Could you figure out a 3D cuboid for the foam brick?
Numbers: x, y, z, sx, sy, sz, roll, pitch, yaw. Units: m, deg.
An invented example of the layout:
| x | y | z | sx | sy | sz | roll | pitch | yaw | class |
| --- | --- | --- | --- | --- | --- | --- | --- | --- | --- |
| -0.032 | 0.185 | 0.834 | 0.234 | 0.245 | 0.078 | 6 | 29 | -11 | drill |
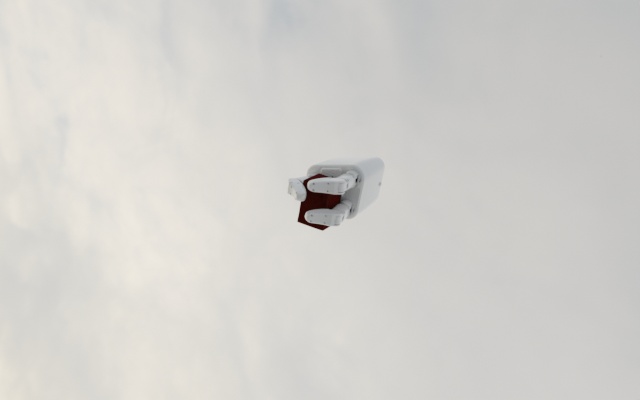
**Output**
| x | y | z | sx | sy | sz | roll | pitch | yaw | class |
| --- | --- | --- | --- | --- | --- | --- | --- | --- | --- |
| 0.000 | 0.003 | 0.806 | 0.053 | 0.078 | 0.051 | 20 | 24 | 23 | foam brick |
